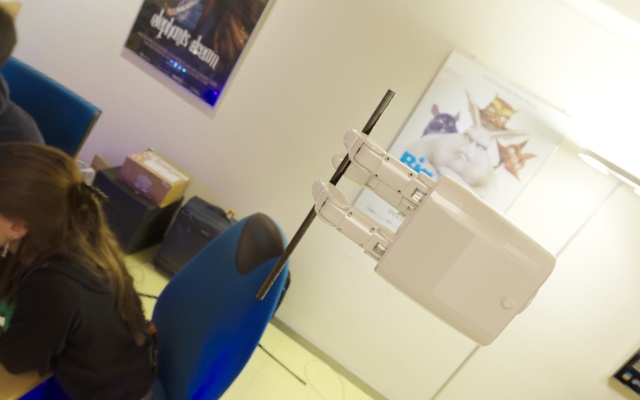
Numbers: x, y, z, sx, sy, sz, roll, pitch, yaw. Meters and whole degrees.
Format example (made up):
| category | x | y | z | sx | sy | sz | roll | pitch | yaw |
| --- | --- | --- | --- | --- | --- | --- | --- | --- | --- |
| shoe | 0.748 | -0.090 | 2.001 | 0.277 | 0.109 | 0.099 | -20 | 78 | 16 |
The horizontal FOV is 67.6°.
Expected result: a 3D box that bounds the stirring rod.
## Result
| category | x | y | z | sx | sy | sz | roll | pitch | yaw |
| --- | --- | --- | --- | --- | --- | --- | --- | --- | --- |
| stirring rod | 0.000 | 0.002 | 0.450 | 0.011 | 0.239 | 0.011 | 30 | 17 | -10 |
